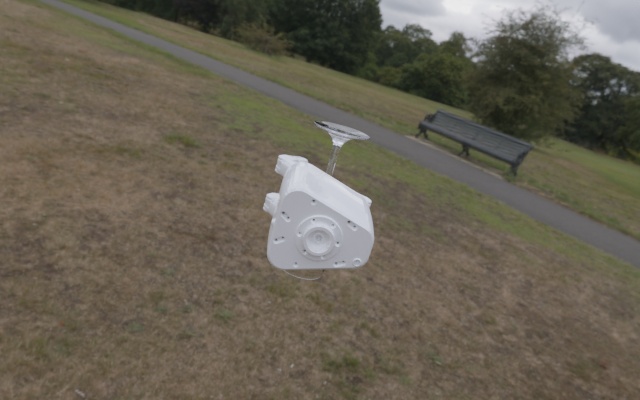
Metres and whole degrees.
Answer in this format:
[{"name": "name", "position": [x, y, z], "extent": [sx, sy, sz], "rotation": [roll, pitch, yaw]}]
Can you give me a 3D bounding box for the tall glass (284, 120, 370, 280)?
[{"name": "tall glass", "position": [0.000, 0.001, 0.630], "extent": [0.079, 0.201, 0.079], "rotation": [15, 17, -5]}]
